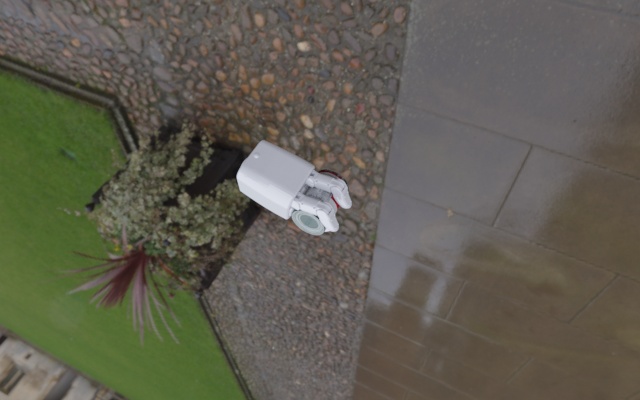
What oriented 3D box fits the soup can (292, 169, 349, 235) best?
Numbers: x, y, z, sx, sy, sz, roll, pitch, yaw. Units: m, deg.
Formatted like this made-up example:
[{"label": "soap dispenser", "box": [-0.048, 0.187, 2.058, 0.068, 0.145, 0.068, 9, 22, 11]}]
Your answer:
[{"label": "soup can", "box": [0.000, 0.003, 0.859, 0.068, 0.102, 0.069, 21, -34, 15]}]
